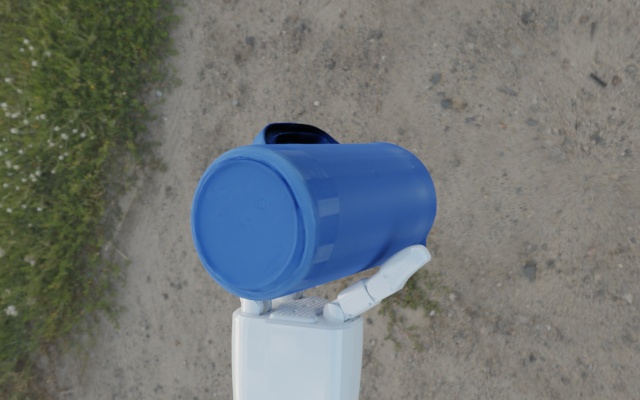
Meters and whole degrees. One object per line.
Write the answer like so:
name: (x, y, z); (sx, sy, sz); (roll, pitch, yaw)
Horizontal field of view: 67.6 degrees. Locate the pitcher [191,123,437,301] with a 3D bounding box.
pitcher: (0.000, 0.002, 0.427); (0.149, 0.145, 0.243); (8, 7, 28)
